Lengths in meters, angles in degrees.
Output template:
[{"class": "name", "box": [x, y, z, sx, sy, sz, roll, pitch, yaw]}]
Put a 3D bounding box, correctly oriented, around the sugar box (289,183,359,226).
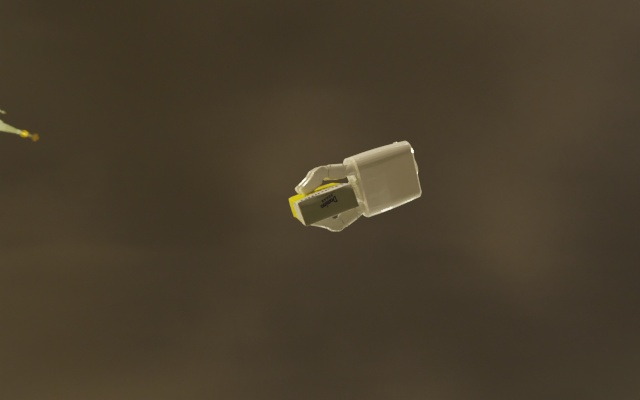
[{"class": "sugar box", "box": [0.000, 0.002, 0.820, 0.093, 0.048, 0.176, -20, 3, -8]}]
